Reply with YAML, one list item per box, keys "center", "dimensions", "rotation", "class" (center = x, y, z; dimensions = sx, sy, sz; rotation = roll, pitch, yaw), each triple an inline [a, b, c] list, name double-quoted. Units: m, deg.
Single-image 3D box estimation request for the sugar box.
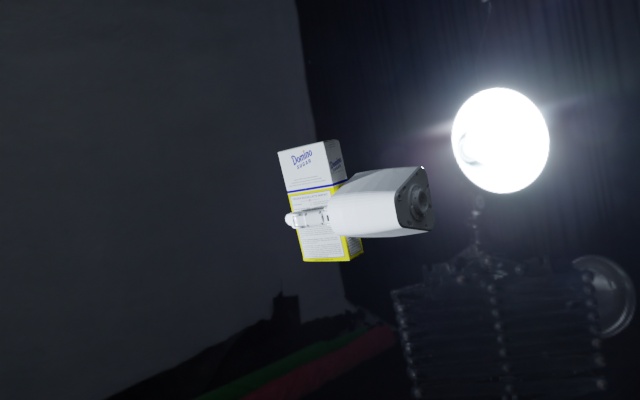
- center: [0.001, 0.002, 0.719]
  dimensions: [0.093, 0.176, 0.048]
  rotation: [-7, 6, 38]
  class: "sugar box"
